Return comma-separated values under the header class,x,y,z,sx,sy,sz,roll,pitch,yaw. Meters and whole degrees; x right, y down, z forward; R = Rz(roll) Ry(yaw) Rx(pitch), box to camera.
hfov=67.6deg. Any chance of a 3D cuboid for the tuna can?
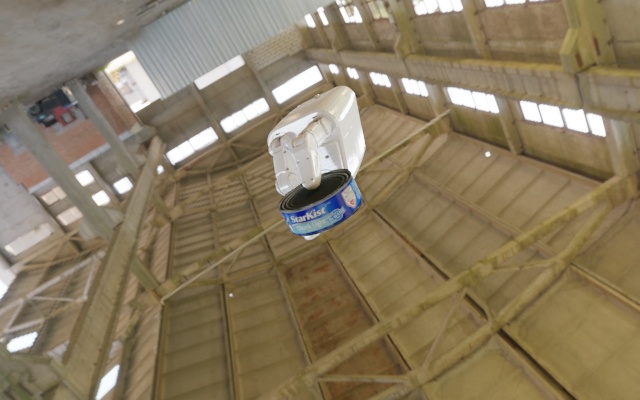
class,x,y,z,sx,sy,sz,roll,pitch,yaw
tuna can,0.000,0.002,0.505,0.086,0.034,0.086,-24,19,9
